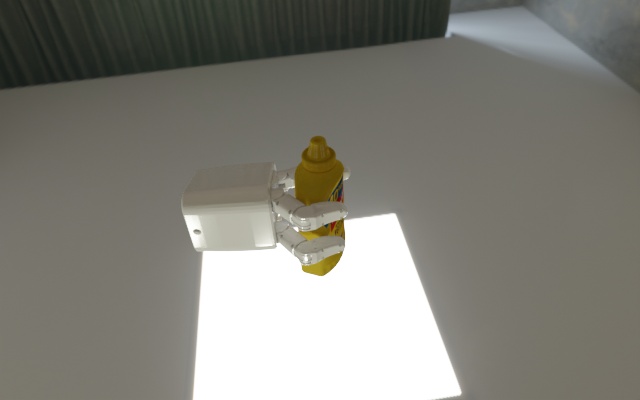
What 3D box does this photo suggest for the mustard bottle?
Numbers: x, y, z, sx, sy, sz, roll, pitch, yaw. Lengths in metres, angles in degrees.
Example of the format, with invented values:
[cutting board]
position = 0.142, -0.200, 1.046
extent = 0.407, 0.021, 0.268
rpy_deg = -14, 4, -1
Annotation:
[mustard bottle]
position = 0.000, 0.002, 0.610
extent = 0.058, 0.192, 0.096
rpy_deg = 13, 43, 18
